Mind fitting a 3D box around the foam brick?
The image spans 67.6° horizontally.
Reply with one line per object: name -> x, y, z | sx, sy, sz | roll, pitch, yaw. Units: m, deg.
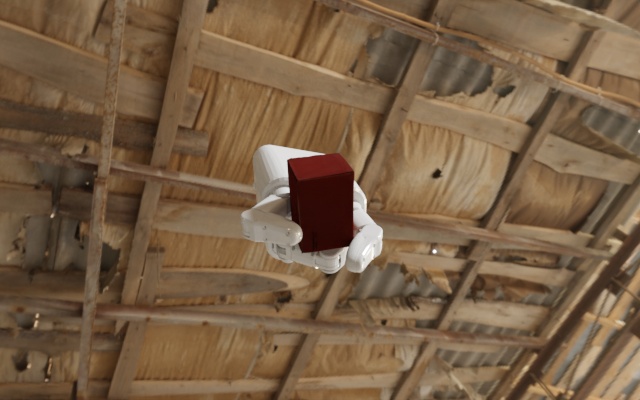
foam brick -> 0.000, 0.001, 0.444 | 0.053, 0.078, 0.051 | -7, 29, -11
